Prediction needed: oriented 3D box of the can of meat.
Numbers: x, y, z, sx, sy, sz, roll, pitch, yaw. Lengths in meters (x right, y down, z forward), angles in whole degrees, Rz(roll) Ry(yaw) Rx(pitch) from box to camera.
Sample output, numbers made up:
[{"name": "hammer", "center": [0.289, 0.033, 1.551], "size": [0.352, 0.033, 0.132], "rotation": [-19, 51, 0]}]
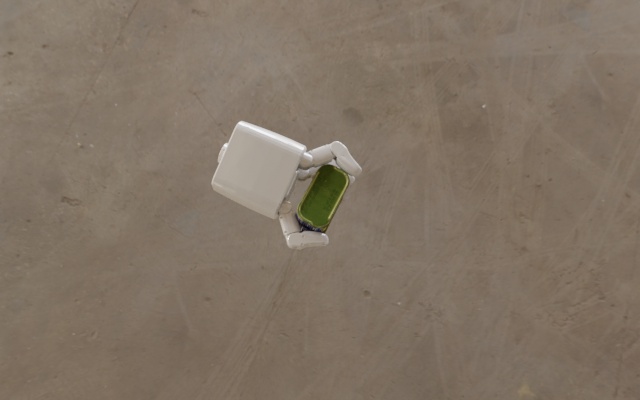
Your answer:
[{"name": "can of meat", "center": [0.000, 0.002, 0.724], "size": [0.057, 0.102, 0.084], "rotation": [27, -16, 1]}]
